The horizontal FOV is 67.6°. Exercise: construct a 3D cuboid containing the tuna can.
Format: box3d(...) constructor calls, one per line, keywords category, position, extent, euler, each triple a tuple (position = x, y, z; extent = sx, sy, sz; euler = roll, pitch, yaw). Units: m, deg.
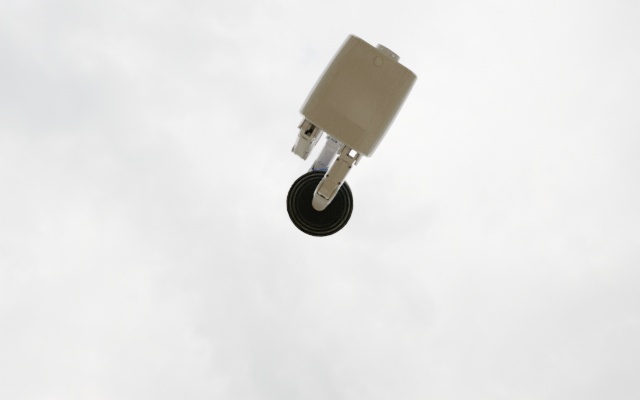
box3d(category="tuna can", position=(0.000, 0.002, 0.615), extent=(0.086, 0.086, 0.033), euler=(0, 9, 4))
